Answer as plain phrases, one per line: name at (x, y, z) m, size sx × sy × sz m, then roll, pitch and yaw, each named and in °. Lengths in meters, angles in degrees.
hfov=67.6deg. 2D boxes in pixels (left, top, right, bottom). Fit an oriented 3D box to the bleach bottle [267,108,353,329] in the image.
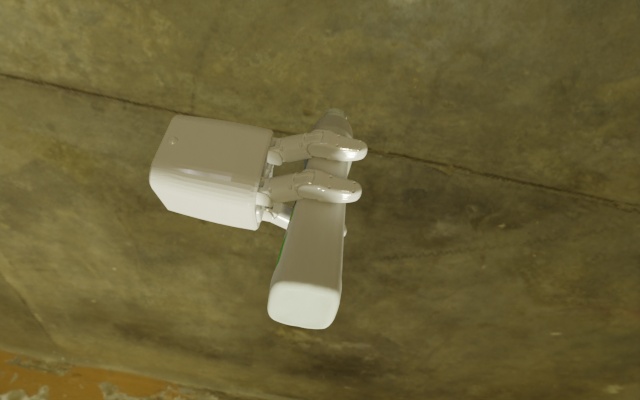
bleach bottle at (0.000, 0.002, 0.521) m, size 0.068 × 0.250 × 0.103 m, roll 11°, pitch -36°, yaw -2°
